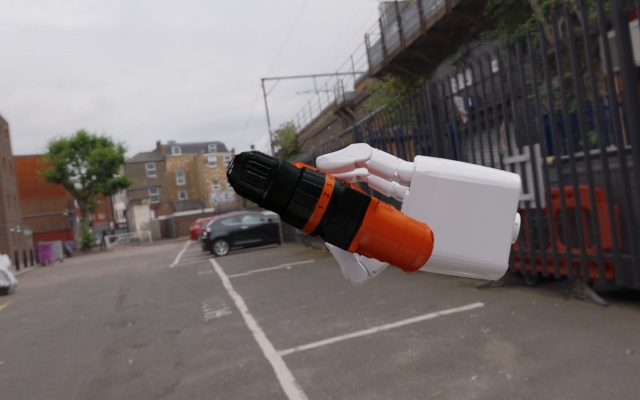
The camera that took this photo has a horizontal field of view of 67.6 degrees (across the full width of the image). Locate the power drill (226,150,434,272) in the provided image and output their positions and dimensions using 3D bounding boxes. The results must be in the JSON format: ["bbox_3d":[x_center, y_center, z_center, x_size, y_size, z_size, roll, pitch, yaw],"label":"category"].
[{"bbox_3d":[0.000,0.002,0.464,0.184,0.057,0.187,26,4,-10],"label":"power drill"}]
